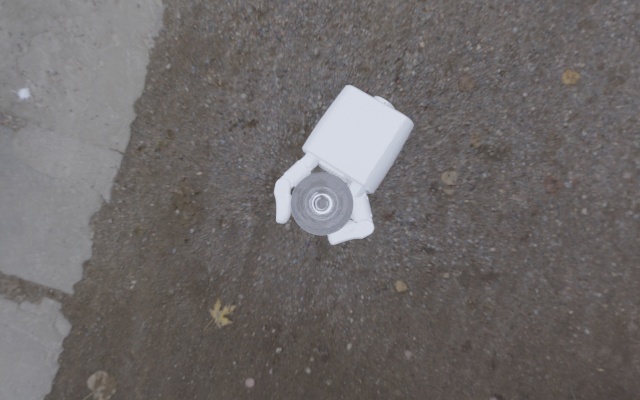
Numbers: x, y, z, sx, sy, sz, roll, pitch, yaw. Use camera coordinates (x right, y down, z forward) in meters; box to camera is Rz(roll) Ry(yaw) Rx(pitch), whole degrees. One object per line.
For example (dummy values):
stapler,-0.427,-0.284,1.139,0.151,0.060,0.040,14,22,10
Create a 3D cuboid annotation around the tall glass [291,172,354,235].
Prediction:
tall glass,0.000,0.002,0.659,0.079,0.079,0.201,0,1,-1
